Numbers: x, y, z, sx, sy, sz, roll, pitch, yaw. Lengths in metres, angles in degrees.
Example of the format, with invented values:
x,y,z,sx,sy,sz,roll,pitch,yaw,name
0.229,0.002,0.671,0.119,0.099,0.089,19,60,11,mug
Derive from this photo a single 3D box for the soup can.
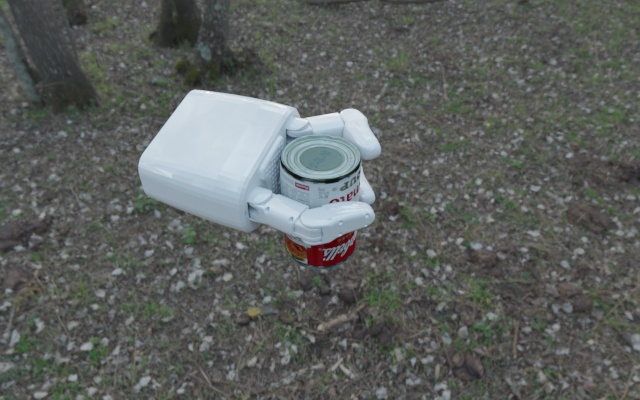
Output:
x,y,z,sx,sy,sz,roll,pitch,yaw,name
0.000,0.001,0.418,0.068,0.102,0.068,0,41,0,soup can
